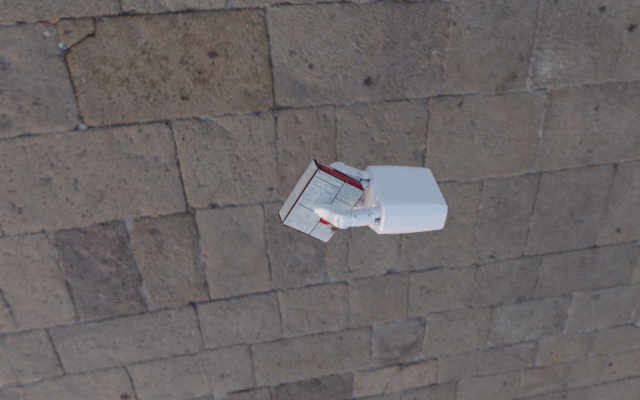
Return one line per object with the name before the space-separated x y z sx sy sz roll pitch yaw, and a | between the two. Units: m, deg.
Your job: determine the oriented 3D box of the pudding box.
pudding box | 0.000 0.003 0.744 0.090 0.113 0.039 26 20 -24
